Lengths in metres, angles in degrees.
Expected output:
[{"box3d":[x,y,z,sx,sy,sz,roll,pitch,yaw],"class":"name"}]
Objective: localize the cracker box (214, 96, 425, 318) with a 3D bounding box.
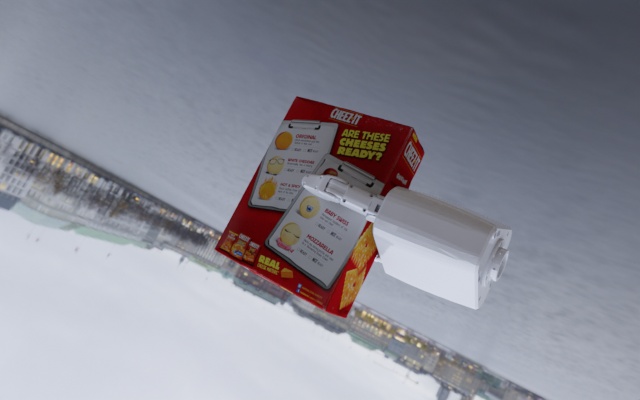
[{"box3d":[0.000,0.002,0.555,0.164,0.213,0.072,22,-10,30],"class":"cracker box"}]
